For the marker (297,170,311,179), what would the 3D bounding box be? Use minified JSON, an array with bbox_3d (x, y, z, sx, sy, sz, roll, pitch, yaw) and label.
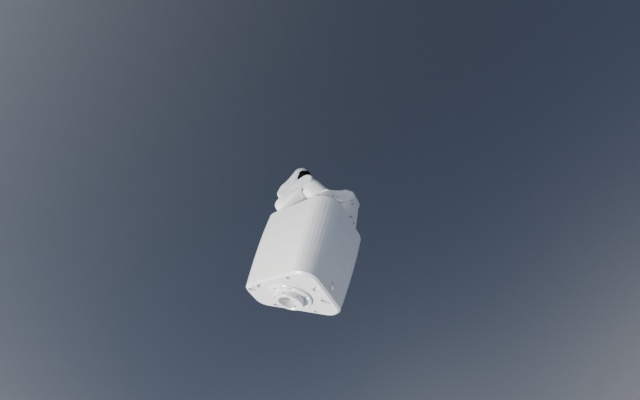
[{"bbox_3d":[0.000,0.002,0.678,0.020,0.020,0.121,0,-41,34],"label":"marker"}]
